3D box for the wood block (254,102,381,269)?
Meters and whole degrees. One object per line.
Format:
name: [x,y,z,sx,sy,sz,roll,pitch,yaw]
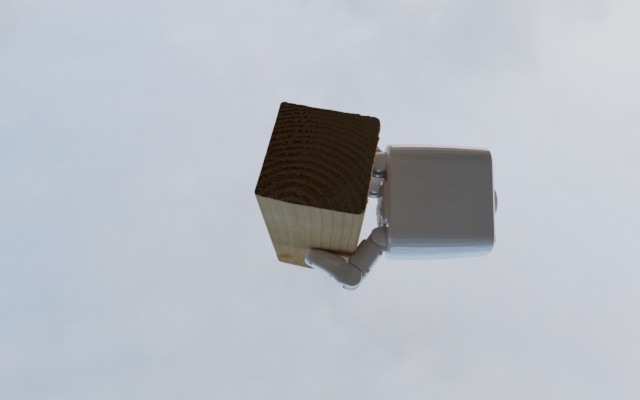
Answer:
wood block: [0.000,0.002,0.480,0.090,0.090,0.206,11,-22,5]
